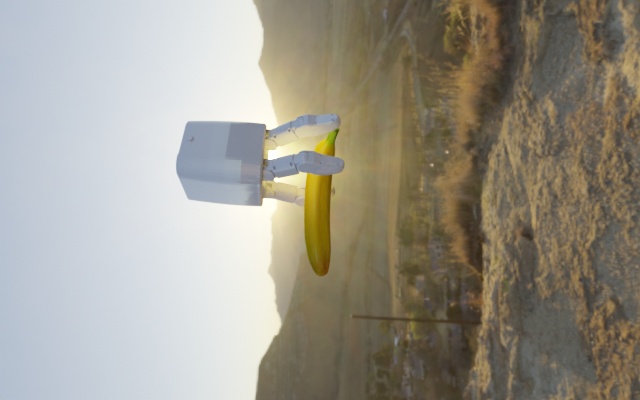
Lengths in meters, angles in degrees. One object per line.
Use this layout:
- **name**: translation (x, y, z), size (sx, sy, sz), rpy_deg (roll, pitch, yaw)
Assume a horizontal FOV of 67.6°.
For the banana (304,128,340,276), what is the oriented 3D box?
- **banana**: translation (-0.002, 0.003, 0.632), size (0.037, 0.197, 0.070), rpy_deg (5, -14, -6)
